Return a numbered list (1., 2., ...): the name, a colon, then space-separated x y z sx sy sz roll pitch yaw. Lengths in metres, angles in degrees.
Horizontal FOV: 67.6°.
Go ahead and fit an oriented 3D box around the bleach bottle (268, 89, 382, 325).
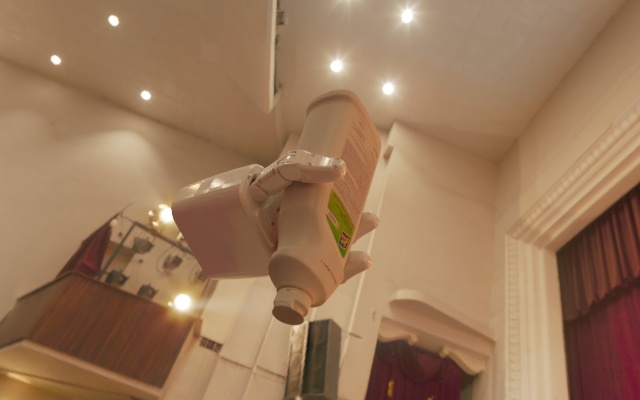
1. bleach bottle: 0.000 0.002 0.472 0.068 0.250 0.103 -13 -51 31
